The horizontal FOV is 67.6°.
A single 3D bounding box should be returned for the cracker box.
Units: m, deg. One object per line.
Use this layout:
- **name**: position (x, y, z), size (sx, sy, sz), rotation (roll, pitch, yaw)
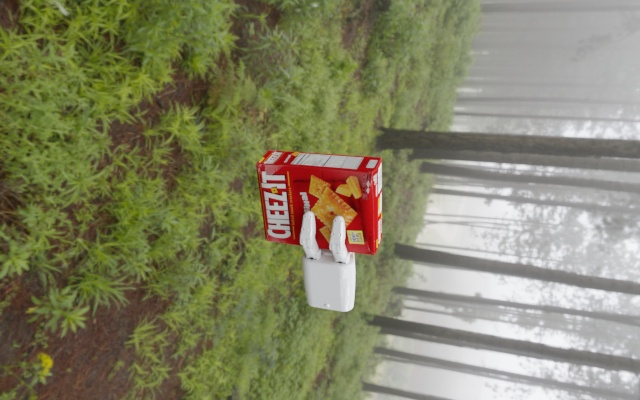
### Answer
- **cracker box**: position (0.000, 0.003, 0.856), size (0.213, 0.164, 0.072), rotation (6, 28, 17)
